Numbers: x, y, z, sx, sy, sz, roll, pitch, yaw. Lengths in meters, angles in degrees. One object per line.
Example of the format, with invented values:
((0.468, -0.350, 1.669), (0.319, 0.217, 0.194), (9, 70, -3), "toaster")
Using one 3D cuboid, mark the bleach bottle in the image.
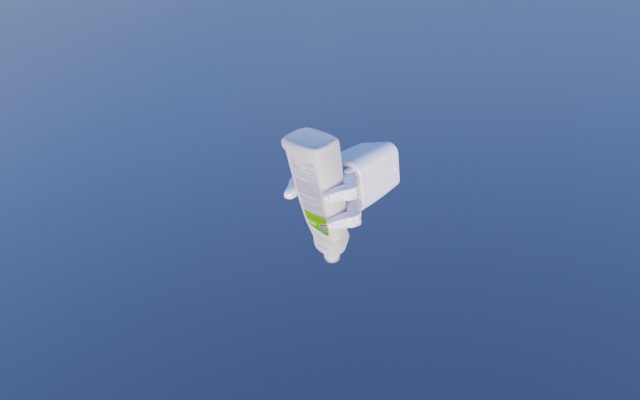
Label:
((0.000, 0.003, 0.847), (0.068, 0.251, 0.102), (-31, 39, -31), "bleach bottle")
